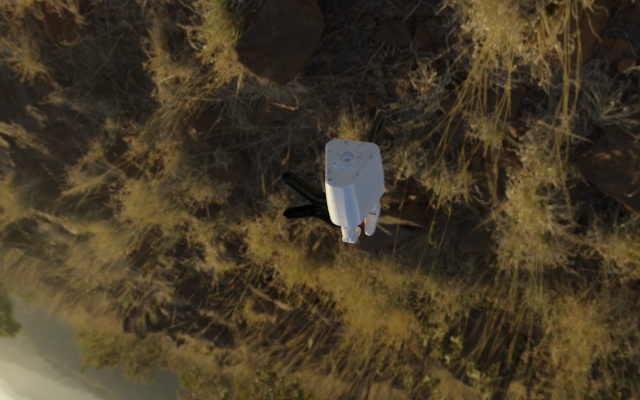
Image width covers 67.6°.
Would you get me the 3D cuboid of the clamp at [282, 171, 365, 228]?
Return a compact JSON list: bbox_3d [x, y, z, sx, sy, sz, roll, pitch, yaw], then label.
[{"bbox_3d":[0.000,0.003,0.895,0.171,0.039,0.120,9,-37,17],"label":"clamp"}]
